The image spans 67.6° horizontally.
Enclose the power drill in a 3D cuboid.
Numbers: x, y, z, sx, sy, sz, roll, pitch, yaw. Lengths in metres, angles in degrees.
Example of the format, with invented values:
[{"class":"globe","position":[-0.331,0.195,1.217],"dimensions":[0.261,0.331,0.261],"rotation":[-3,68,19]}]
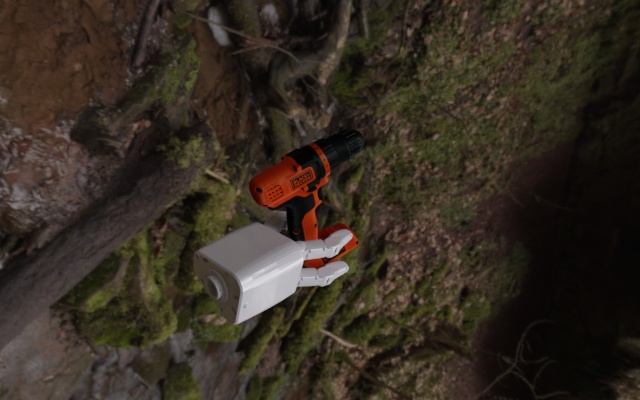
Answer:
[{"class":"power drill","position":[0.000,0.003,0.712],"dimensions":[0.184,0.188,0.057],"rotation":[-29,35,-16]}]
